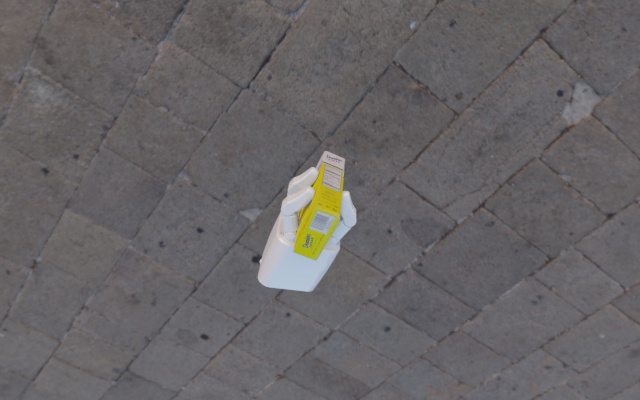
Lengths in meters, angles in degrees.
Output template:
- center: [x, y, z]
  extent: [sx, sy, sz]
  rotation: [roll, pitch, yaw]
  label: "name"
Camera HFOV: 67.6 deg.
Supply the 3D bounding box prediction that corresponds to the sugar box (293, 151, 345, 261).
- center: [0.000, 0.002, 0.762]
  extent: [0.048, 0.093, 0.176]
  rotation: [21, 32, -11]
  label: "sugar box"
